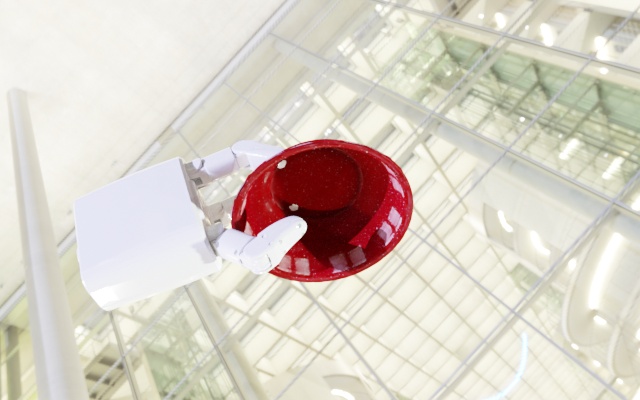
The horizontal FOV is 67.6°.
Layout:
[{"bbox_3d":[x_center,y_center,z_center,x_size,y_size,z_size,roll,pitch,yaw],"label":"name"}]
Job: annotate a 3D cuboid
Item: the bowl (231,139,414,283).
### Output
[{"bbox_3d":[0.001,0.001,0.440,0.162,0.162,0.055,0,38,-9],"label":"bowl"}]
